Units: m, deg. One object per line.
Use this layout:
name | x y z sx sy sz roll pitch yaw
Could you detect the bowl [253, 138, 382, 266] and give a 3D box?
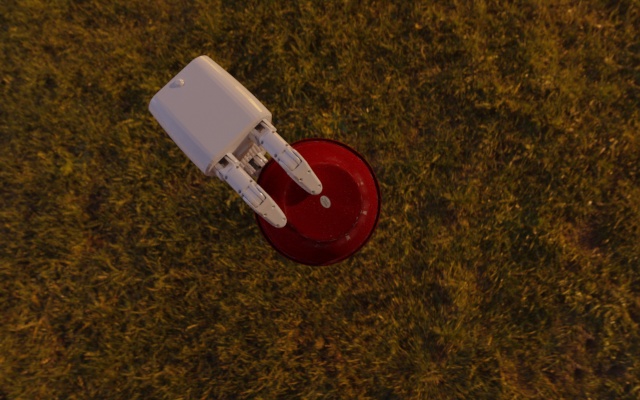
bowl | 0.001 0.003 0.572 0.162 0.162 0.055 0 0 -7
